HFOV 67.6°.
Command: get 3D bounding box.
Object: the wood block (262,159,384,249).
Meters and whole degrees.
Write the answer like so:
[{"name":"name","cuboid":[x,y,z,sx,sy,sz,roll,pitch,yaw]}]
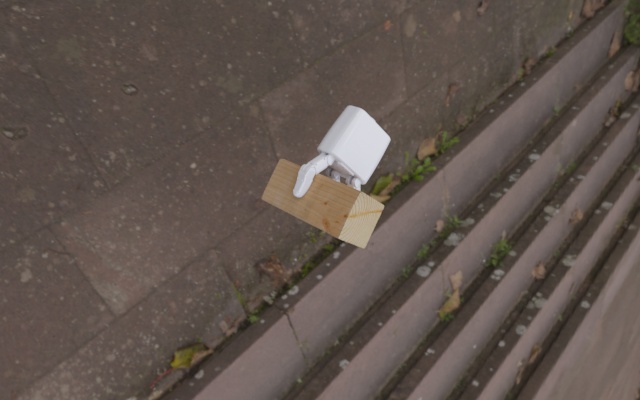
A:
[{"name":"wood block","cuboid":[0.000,0.003,0.892,0.206,0.090,0.091,24,-2,39]}]
